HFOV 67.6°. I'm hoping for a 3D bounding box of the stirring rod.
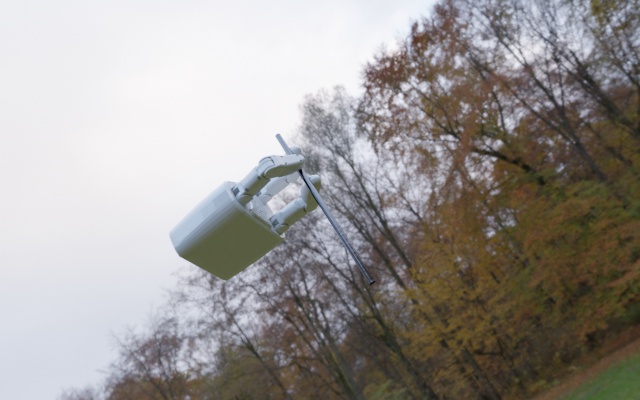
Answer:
[{"bbox_3d":[0.000,0.002,0.585,0.011,0.239,0.011,-25,-29,-15],"label":"stirring rod"}]
